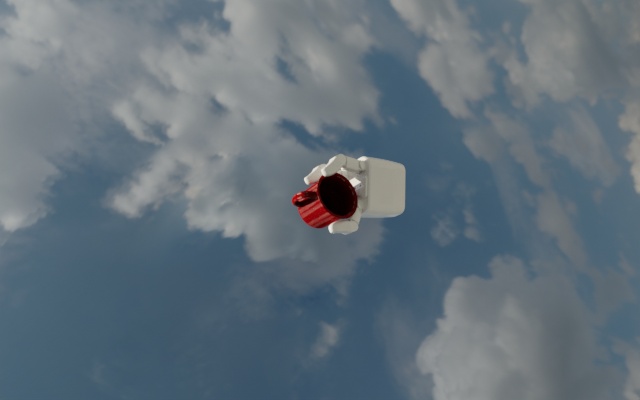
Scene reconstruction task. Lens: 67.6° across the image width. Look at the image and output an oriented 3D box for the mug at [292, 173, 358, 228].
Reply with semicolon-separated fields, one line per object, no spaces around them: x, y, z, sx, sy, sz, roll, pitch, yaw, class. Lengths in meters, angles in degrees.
-0.001;0.003;0.899;0.117;0.093;0.081;5;-24;-35;mug
